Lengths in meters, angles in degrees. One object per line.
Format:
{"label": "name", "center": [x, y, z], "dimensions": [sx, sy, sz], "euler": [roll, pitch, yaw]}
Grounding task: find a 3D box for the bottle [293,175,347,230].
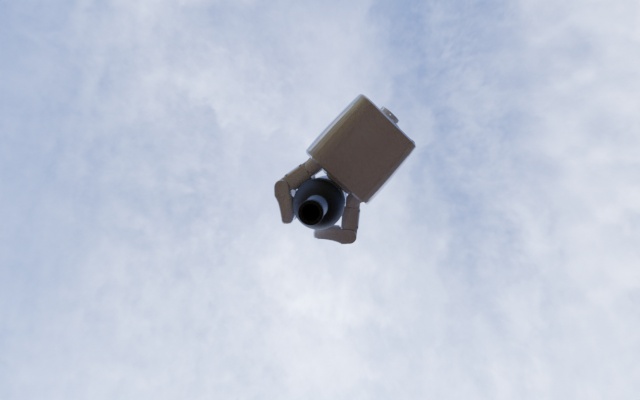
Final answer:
{"label": "bottle", "center": [0.000, 0.002, 0.648], "dimensions": [0.069, 0.069, 0.295], "euler": [0, 4, 4]}
